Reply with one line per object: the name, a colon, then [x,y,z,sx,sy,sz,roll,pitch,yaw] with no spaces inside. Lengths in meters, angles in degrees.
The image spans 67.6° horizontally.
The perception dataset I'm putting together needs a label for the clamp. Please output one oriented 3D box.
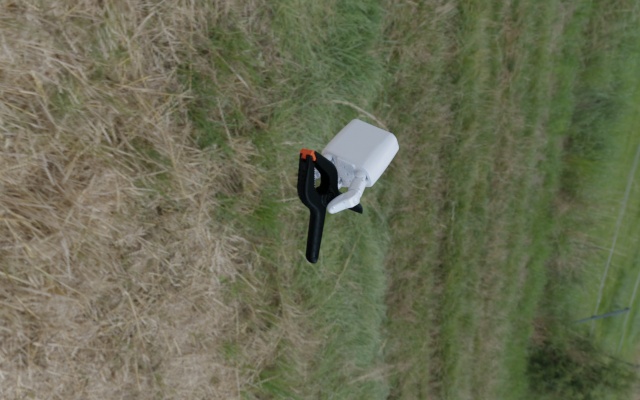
clamp: [0.001,0.002,0.866,0.036,0.210,0.164,15,54,39]
